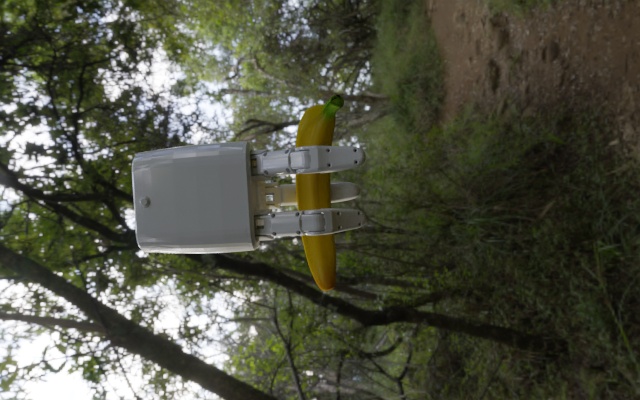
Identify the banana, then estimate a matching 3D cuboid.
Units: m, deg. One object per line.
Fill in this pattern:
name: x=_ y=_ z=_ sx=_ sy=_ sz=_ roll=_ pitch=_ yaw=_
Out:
banana: x=-0.004 y=-0.009 z=0.471 sx=0.037 sy=0.198 sz=0.069 roll=-5 pitch=23 yaw=-11
